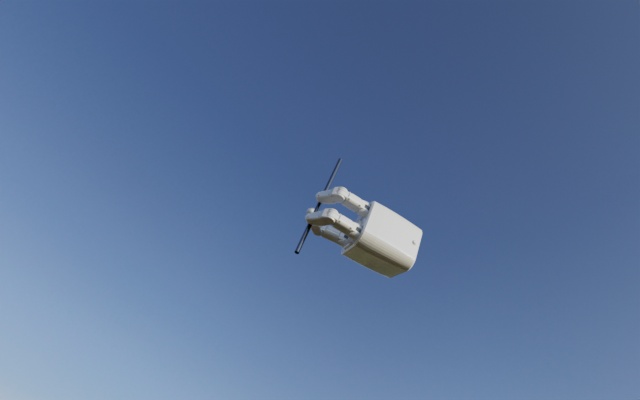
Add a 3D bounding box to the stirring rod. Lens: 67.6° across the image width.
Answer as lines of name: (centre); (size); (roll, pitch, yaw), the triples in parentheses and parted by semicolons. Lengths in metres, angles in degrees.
stirring rod: (0.000, 0.003, 0.866); (0.011, 0.011, 0.239); (0, 44, 27)
